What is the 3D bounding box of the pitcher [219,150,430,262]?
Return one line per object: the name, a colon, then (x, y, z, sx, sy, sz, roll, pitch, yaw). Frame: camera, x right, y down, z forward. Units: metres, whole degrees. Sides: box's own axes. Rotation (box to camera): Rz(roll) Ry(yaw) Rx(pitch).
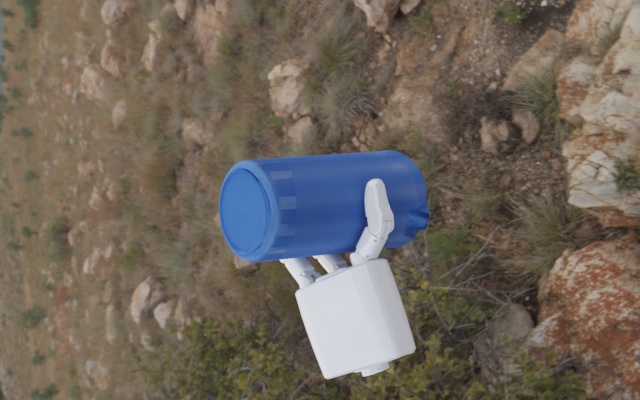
pitcher: (0.000, 0.002, 0.582, 0.243, 0.145, 0.149, -4, -21, -42)
